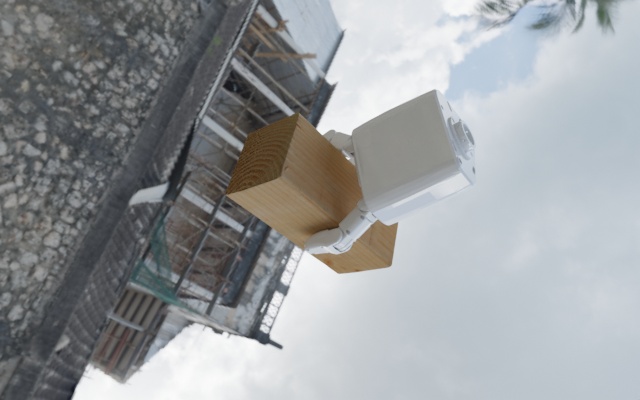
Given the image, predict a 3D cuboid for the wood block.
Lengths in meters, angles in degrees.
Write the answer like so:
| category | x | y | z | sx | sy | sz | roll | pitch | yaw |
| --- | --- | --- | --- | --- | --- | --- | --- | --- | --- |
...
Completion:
| category | x | y | z | sx | sy | sz | roll | pitch | yaw |
| --- | --- | --- | --- | --- | --- | --- | --- | --- | --- |
| wood block | 0.000 | 0.002 | 0.579 | 0.090 | 0.090 | 0.206 | -14 | -41 | 39 |
